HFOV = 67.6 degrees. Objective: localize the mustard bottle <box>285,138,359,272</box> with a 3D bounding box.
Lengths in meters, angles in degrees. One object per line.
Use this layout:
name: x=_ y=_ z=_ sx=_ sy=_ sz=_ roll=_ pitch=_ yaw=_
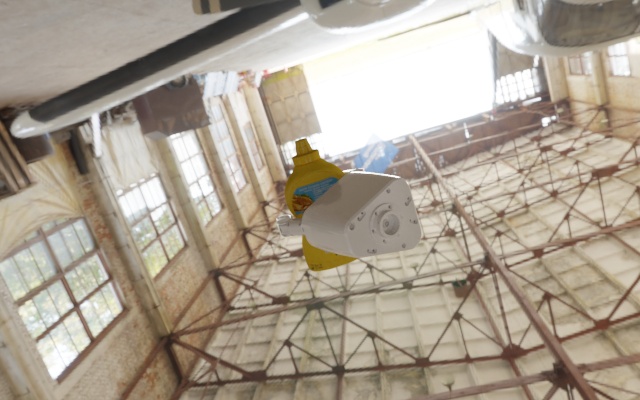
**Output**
mustard bottle: x=0.000 y=0.002 z=0.699 sx=0.096 sy=0.192 sz=0.058 roll=-18 pitch=14 yaw=-1
